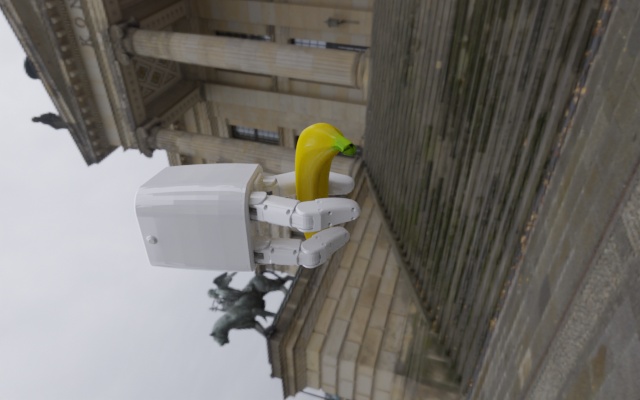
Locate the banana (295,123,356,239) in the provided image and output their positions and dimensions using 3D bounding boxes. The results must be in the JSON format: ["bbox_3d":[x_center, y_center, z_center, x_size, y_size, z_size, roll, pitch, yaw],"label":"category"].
[{"bbox_3d":[-0.004,-0.016,0.480,0.037,0.069,0.198,-10,-30,-12],"label":"banana"}]
